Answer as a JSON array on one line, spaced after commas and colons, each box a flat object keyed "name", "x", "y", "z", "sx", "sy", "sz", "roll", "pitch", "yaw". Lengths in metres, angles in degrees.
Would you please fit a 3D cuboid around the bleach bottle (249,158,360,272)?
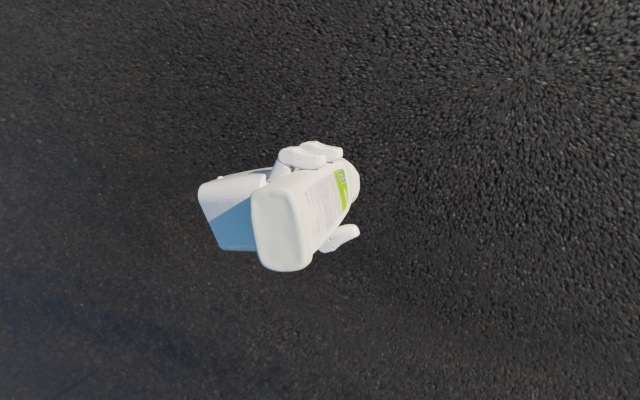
[{"name": "bleach bottle", "x": 0.000, "y": 0.002, "z": 0.633, "sx": 0.068, "sy": 0.102, "sz": 0.250, "roll": -4, "pitch": 12, "yaw": 25}]
